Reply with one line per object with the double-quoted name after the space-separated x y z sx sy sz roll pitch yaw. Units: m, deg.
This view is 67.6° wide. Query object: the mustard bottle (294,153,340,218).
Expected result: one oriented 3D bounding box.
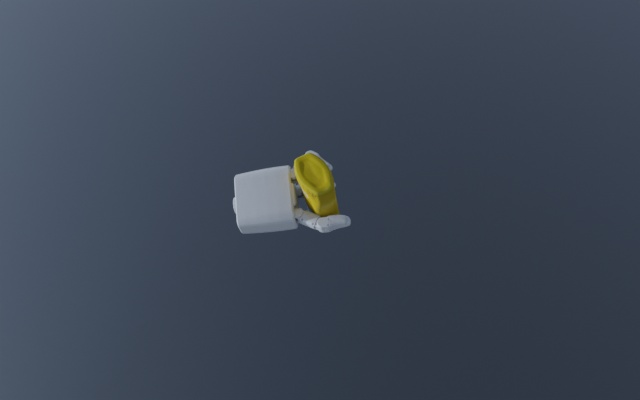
0.000 0.003 0.893 0.058 0.096 0.192 -28 -33 -9 "mustard bottle"
